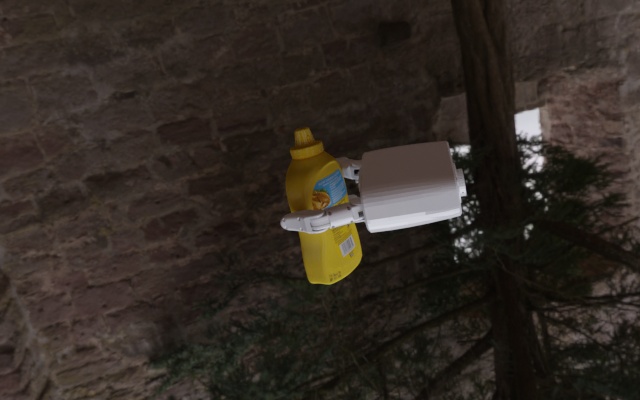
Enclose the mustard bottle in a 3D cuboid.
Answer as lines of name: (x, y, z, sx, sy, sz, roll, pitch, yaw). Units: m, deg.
mustard bottle: (0.000, 0.002, 0.606, 0.058, 0.192, 0.096, -2, 20, 36)
